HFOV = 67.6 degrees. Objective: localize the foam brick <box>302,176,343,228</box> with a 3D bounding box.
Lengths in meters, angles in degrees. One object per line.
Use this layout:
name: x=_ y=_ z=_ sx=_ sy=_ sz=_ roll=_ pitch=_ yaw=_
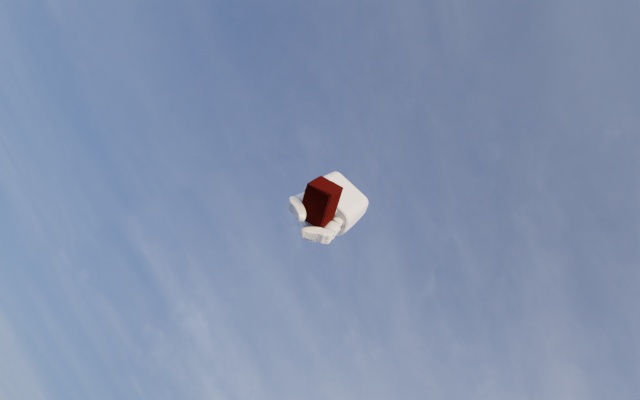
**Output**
foam brick: x=0.000 y=0.003 z=0.890 sx=0.053 sy=0.078 sz=0.051 roll=29 pitch=33 yaw=19
